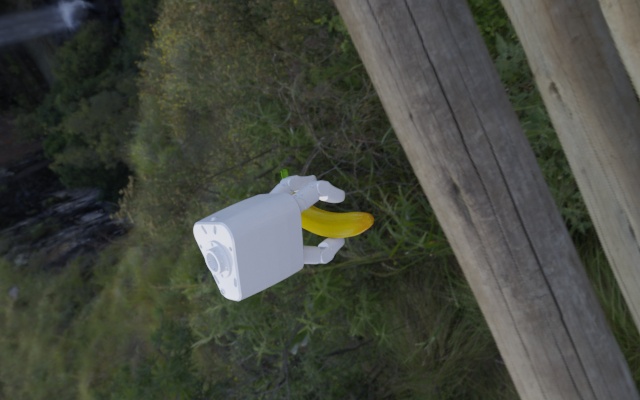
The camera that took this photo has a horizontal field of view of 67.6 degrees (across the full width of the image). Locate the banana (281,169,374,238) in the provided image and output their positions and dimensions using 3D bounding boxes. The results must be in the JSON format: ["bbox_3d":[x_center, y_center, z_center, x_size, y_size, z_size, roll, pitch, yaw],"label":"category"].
[{"bbox_3d":[-0.004,0.018,0.717,0.037,0.070,0.197,-19,36,-42],"label":"banana"}]
